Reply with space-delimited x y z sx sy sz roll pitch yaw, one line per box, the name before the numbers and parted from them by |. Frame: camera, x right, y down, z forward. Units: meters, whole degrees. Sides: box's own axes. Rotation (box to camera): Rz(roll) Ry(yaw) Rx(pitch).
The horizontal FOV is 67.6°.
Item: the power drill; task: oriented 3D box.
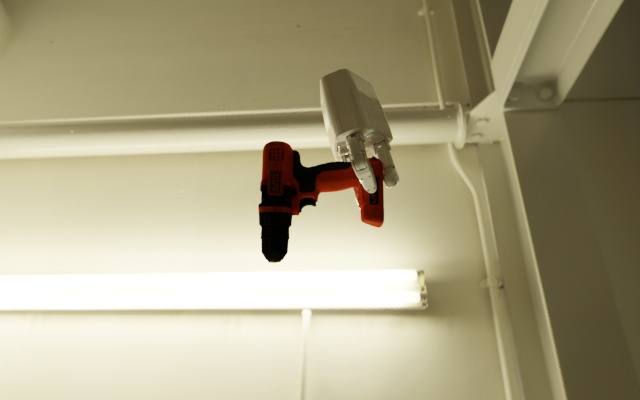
power drill | 0.001 0.002 0.721 0.187 0.184 0.057 1 -5 -3
